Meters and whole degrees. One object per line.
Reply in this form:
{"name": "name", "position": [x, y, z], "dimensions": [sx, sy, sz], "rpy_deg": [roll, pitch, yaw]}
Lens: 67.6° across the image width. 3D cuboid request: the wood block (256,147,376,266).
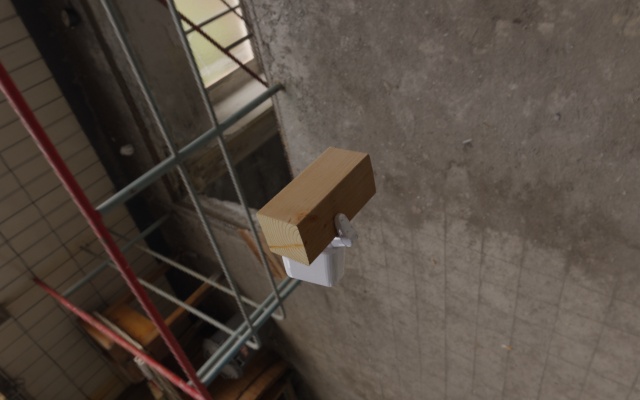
{"name": "wood block", "position": [0.000, 0.003, 0.822], "dimensions": [0.091, 0.090, 0.206], "rpy_deg": [16, 46, 35]}
